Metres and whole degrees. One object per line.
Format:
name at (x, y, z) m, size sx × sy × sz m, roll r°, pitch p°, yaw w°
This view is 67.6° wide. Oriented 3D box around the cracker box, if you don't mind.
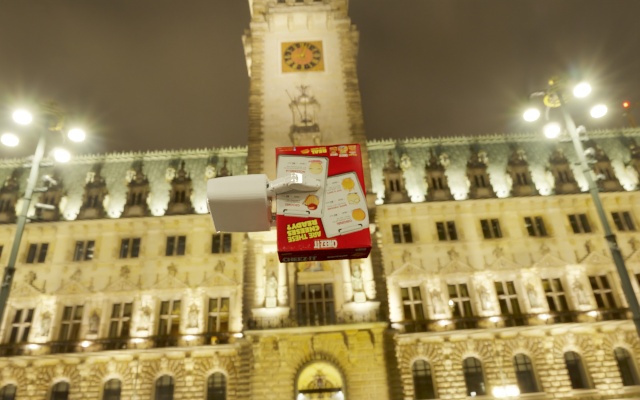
cracker box at (0.000, 0.003, 0.879) m, size 0.164 × 0.213 × 0.072 m, roll -3°, pitch -27°, yaw -2°
